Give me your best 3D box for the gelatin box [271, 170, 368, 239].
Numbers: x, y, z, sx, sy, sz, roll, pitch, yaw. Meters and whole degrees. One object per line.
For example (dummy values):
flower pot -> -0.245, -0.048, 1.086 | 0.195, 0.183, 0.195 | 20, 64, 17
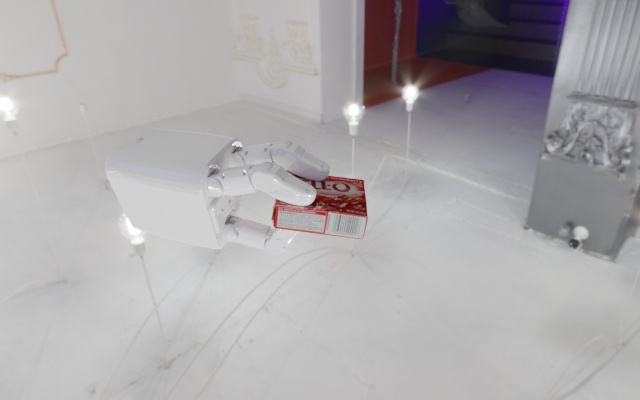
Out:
gelatin box -> 0.000, 0.002, 0.474 | 0.089, 0.030, 0.073 | 8, 30, -3
